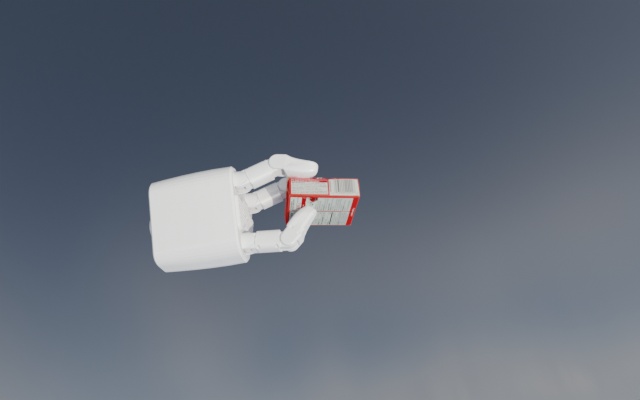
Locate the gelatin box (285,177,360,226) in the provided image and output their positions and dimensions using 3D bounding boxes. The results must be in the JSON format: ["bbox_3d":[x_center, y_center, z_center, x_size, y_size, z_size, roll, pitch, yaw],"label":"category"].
[{"bbox_3d":[0.000,0.002,0.603,0.089,0.030,0.073,1,-32,-6],"label":"gelatin box"}]
